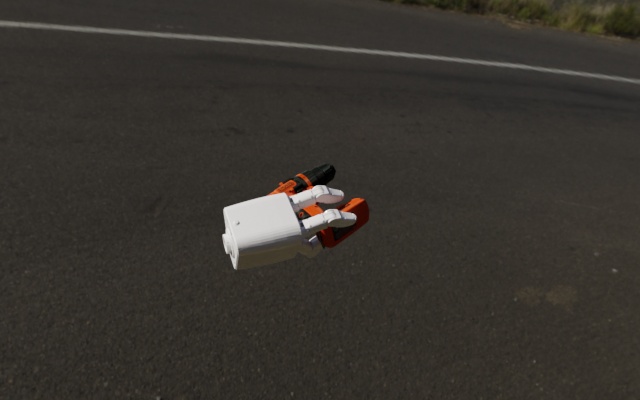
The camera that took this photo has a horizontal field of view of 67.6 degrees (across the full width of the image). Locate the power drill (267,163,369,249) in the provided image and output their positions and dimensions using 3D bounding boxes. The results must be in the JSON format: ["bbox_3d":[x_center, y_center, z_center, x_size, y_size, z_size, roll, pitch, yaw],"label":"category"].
[{"bbox_3d":[0.000,0.003,0.885,0.184,0.057,0.187,-35,38,-25],"label":"power drill"}]
